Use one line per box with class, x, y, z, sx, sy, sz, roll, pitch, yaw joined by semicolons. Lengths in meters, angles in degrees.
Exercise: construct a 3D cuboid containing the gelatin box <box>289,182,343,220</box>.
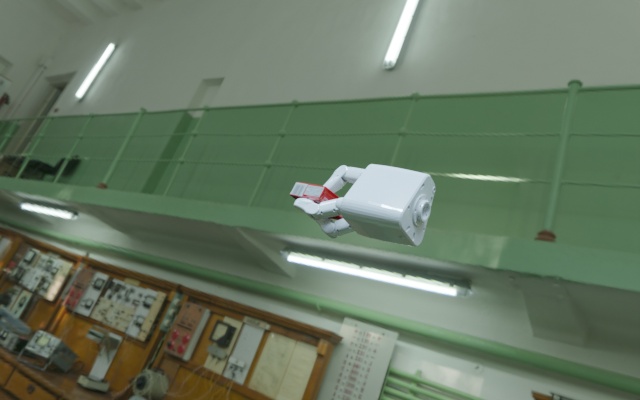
gelatin box;0.000;0.002;0.825;0.073;0.030;0.089;39;-17;-35
